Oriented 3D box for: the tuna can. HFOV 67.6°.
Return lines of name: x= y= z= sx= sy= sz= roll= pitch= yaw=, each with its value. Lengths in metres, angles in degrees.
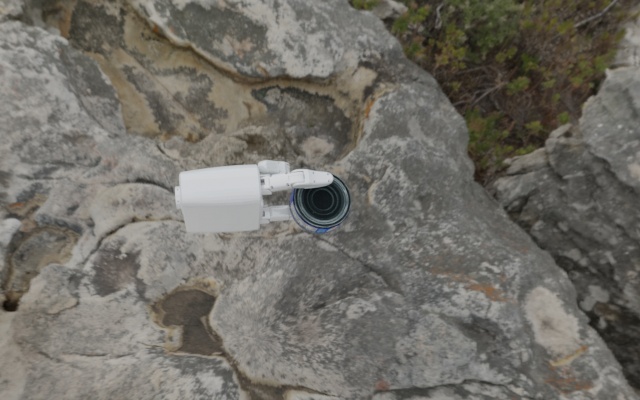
tuna can: x=0.000 y=0.002 z=0.680 sx=0.086 sy=0.086 sz=0.034 roll=0 pitch=-16 yaw=-14
